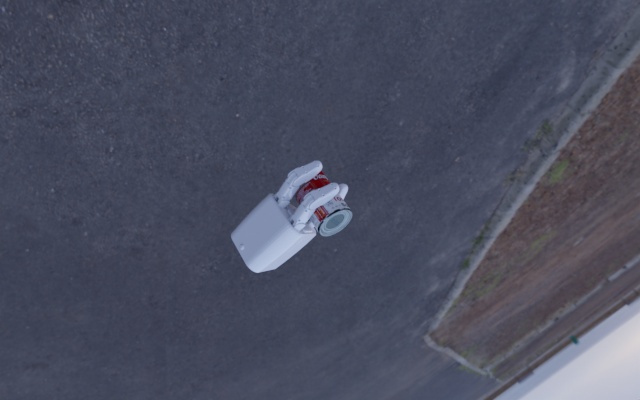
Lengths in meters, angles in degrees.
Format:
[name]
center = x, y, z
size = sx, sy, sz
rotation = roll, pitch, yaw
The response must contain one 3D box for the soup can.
[soup can]
center = 0.001, 0.003, 0.818
size = 0.068, 0.102, 0.069
rotation = -25, -32, -17
